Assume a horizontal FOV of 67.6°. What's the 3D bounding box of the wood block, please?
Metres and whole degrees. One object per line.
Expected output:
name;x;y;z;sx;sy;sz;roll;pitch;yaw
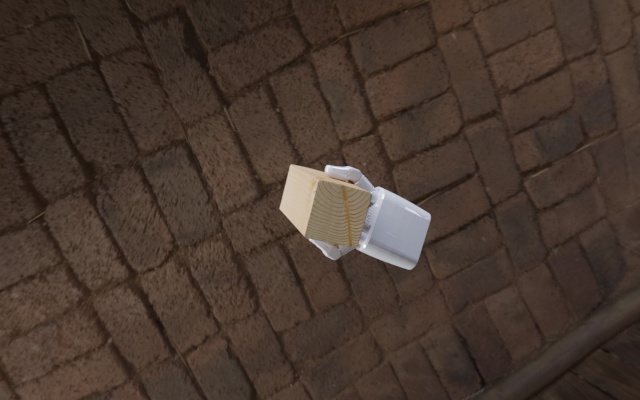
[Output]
wood block;0.001;0.002;0.807;0.090;0.091;0.206;13;7;-17
